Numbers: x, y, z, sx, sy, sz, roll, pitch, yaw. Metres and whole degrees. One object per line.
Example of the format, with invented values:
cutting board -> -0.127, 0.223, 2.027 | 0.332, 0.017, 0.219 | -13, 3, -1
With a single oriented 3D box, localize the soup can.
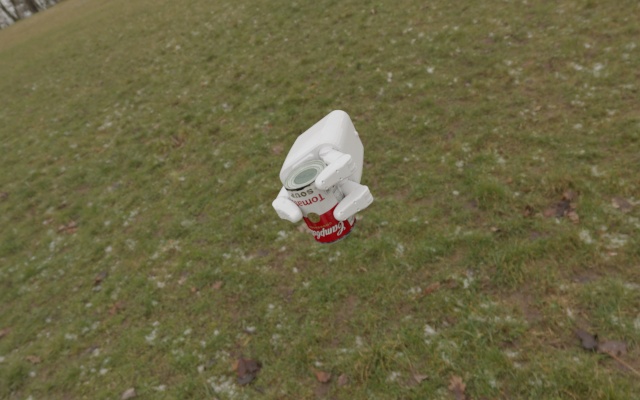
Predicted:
soup can -> 0.000, 0.002, 0.671 | 0.068, 0.102, 0.068 | -22, 30, 13
